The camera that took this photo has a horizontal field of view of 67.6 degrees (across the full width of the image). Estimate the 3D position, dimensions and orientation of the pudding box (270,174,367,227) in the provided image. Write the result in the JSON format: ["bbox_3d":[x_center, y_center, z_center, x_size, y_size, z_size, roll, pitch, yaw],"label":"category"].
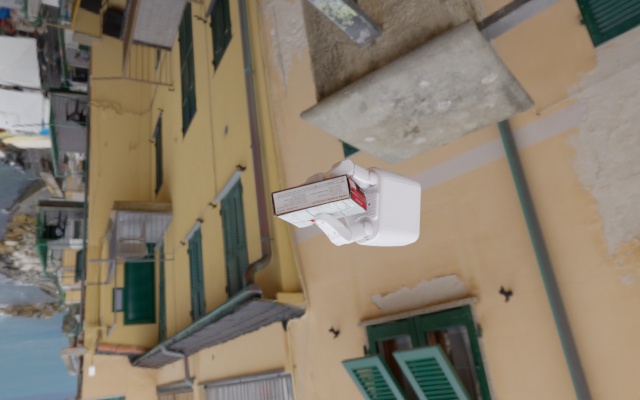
[{"bbox_3d":[0.000,0.002,0.666,0.113,0.039,0.090,-15,-18,15],"label":"pudding box"}]
